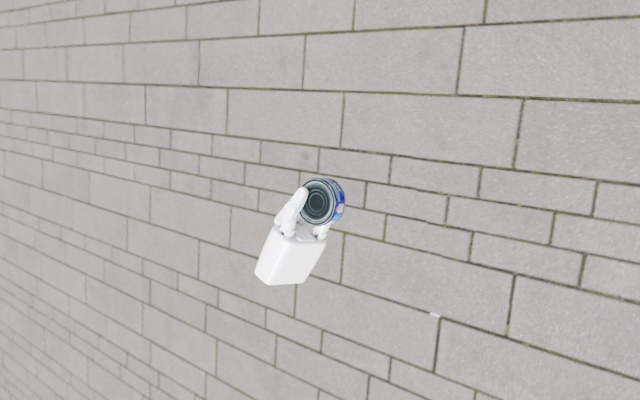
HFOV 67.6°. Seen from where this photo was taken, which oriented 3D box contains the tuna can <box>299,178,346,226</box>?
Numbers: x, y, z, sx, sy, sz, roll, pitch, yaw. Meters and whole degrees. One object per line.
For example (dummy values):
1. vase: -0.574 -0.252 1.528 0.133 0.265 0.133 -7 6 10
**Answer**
1. tuna can: 0.000 0.003 0.844 0.086 0.086 0.034 0 2 34
